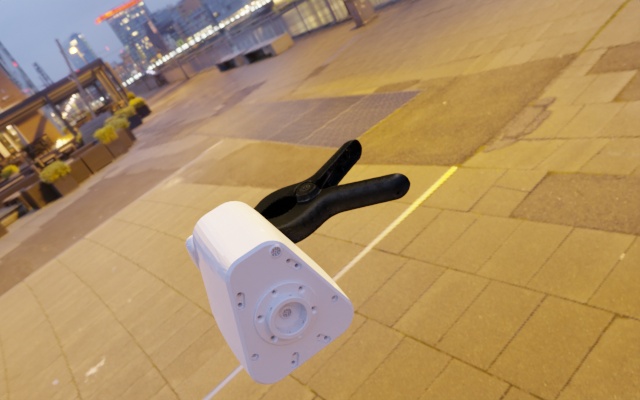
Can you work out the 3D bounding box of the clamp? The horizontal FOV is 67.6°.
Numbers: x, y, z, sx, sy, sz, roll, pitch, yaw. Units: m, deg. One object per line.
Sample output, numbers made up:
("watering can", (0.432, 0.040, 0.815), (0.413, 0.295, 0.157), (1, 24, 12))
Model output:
("clamp", (0.000, 0.001, 0.466), (0.171, 0.039, 0.120), (-36, 28, -13))
